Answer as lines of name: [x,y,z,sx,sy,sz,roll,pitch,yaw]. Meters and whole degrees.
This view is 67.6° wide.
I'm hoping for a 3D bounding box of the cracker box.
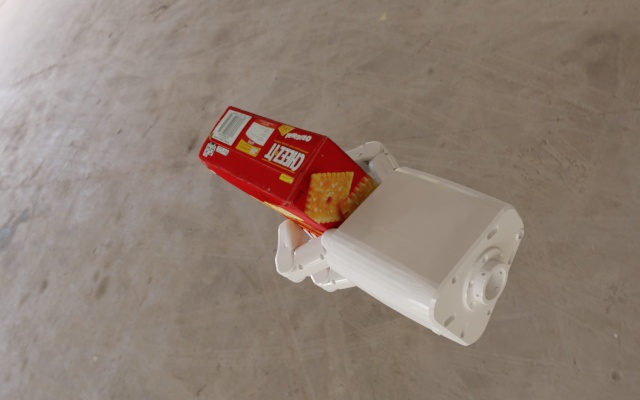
cracker box: [0.000,0.001,0.493,0.164,0.072,0.214,25,-10,46]
